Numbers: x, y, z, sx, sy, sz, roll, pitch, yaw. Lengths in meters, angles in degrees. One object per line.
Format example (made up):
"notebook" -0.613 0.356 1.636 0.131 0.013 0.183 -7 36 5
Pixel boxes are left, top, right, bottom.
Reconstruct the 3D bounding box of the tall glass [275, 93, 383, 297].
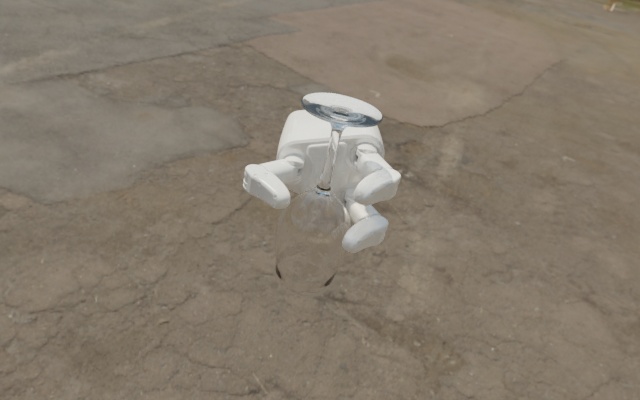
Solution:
"tall glass" 0.000 0.001 0.474 0.079 0.201 0.079 10 30 -6
